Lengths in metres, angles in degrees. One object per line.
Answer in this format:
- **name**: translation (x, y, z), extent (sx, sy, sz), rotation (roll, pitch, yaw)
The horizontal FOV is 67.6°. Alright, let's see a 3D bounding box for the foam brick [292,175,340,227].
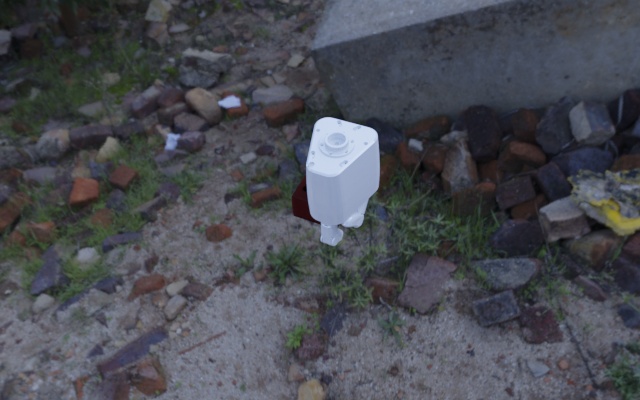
- **foam brick**: translation (0.000, 0.003, 0.757), extent (0.078, 0.053, 0.051), rotation (18, -35, 18)
